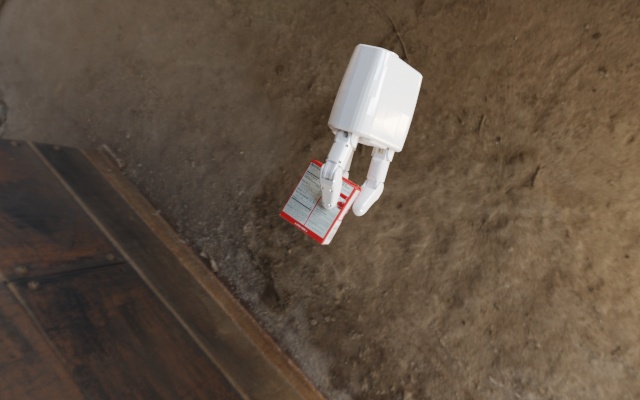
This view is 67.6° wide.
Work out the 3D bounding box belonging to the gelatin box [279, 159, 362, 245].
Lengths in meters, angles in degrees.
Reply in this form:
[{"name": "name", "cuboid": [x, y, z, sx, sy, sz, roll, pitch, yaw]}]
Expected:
[{"name": "gelatin box", "cuboid": [0.000, 0.002, 0.628, 0.073, 0.089, 0.030, 33, 6, 19]}]
